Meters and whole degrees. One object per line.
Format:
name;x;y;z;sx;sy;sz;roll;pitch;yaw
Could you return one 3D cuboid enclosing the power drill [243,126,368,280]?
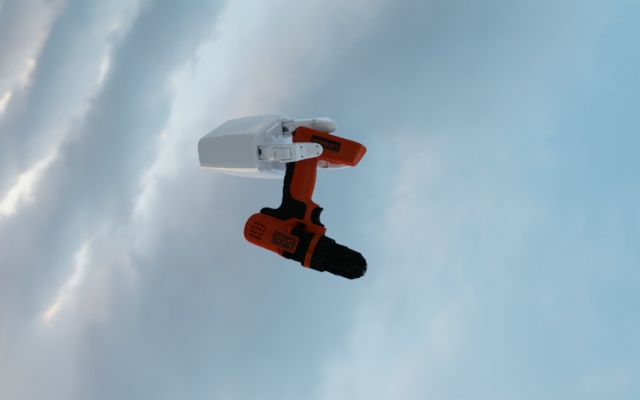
power drill;0.000;0.002;0.671;0.184;0.187;0.057;19;-1;11
